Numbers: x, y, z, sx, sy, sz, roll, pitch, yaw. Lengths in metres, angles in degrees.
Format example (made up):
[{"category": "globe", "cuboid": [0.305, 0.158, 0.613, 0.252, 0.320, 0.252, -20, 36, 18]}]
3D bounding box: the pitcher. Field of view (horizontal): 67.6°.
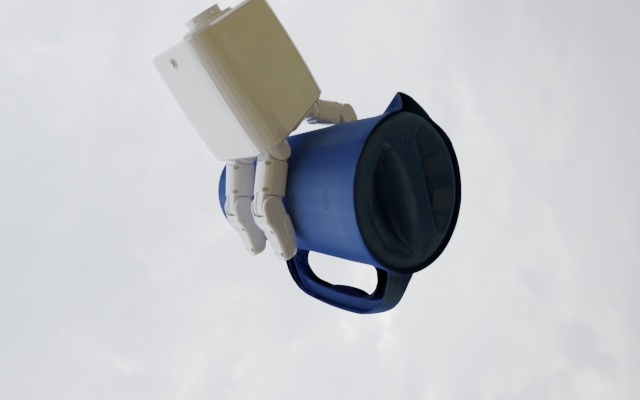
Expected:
[{"category": "pitcher", "cuboid": [0.000, 0.001, 0.467, 0.243, 0.145, 0.149, 1, 41, 50]}]
